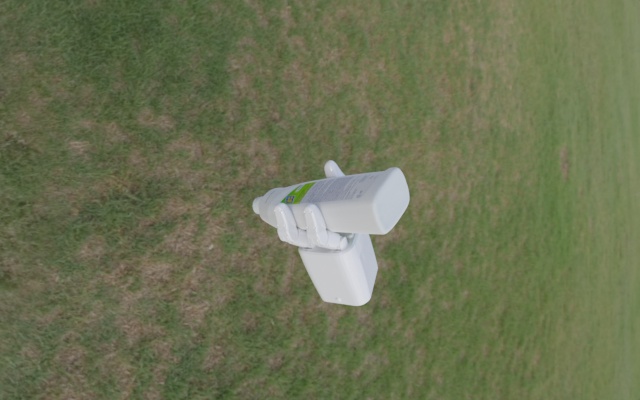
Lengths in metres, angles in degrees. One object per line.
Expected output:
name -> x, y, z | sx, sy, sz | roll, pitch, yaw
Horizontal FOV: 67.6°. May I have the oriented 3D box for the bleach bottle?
bleach bottle -> 0.000, 0.002, 0.727 | 0.251, 0.068, 0.102 | -1, 33, 38
